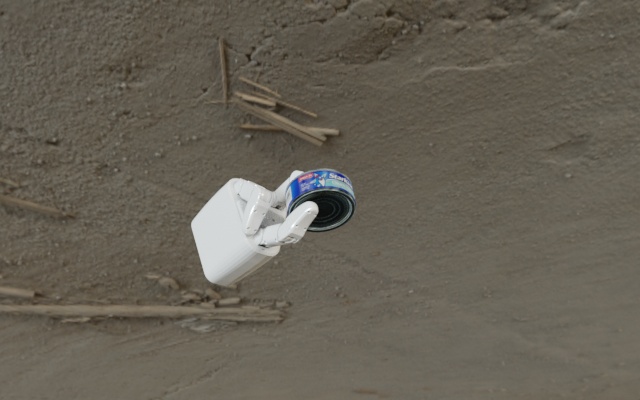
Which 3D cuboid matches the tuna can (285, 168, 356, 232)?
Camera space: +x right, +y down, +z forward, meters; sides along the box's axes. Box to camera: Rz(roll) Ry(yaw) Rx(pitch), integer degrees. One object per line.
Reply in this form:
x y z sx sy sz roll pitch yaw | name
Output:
0.000 0.002 0.589 0.086 0.033 0.086 -6 -40 -5 | tuna can
